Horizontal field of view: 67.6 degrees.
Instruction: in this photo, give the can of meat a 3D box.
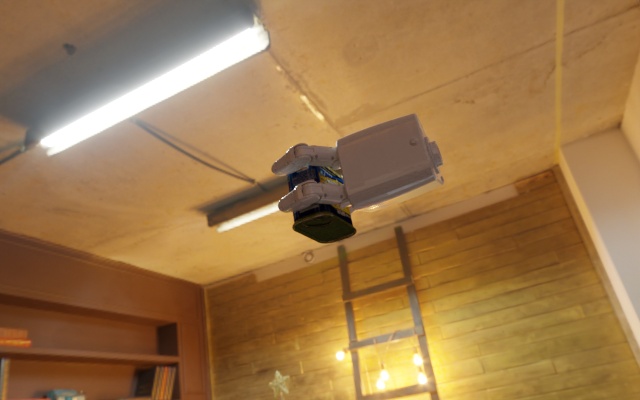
[{"bbox_3d":[0.000,0.002,0.635,0.057,0.084,0.102,-21,-26,22],"label":"can of meat"}]
